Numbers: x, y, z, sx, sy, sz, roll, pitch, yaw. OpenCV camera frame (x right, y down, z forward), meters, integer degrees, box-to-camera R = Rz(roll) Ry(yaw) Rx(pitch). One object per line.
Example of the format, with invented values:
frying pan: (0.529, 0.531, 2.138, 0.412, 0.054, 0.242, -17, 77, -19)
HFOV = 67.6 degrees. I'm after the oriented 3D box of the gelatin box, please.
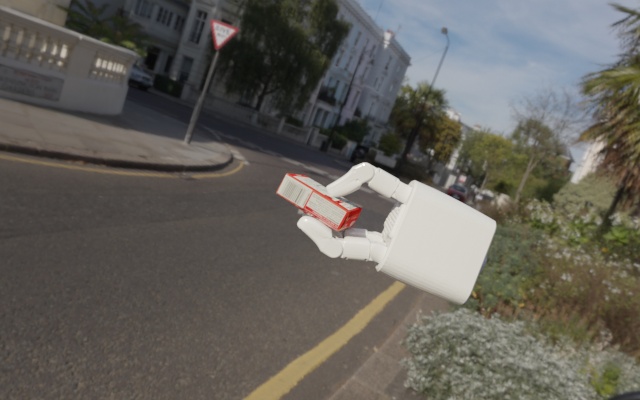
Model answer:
gelatin box: (0.000, 0.001, 0.571, 0.089, 0.030, 0.073, 31, 9, 12)
